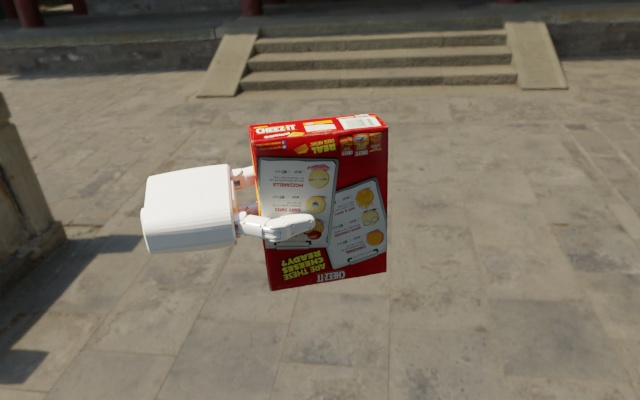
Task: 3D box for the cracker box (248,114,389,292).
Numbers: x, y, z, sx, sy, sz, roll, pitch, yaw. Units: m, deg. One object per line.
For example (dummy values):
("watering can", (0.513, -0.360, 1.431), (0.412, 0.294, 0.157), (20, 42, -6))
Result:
("cracker box", (0.000, 0.002, 0.622), (0.164, 0.214, 0.072), (-8, 29, -8))
